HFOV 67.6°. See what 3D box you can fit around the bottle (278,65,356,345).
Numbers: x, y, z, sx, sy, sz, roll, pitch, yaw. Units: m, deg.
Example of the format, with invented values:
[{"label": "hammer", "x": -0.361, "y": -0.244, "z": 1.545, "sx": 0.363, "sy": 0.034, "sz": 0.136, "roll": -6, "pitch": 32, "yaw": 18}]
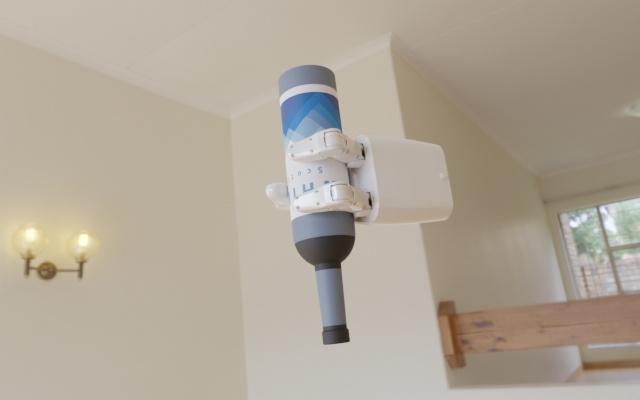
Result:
[{"label": "bottle", "x": 0.000, "y": 0.001, "z": 0.515, "sx": 0.069, "sy": 0.295, "sz": 0.069, "roll": -6, "pitch": -15, "yaw": -2}]
